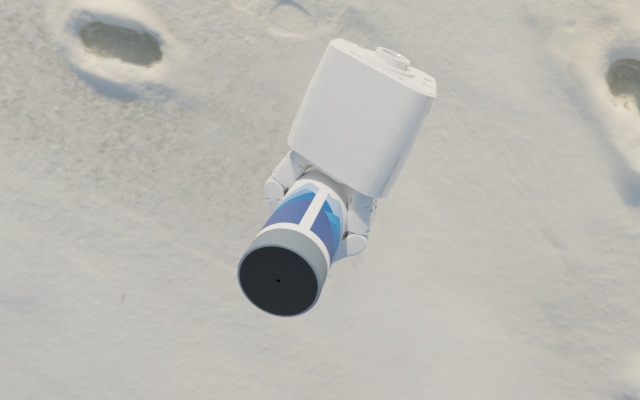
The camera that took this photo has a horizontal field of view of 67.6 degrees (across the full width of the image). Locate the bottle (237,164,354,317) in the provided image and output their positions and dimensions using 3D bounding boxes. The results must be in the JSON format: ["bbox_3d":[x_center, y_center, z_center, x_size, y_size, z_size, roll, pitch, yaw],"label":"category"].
[{"bbox_3d":[0.000,0.002,0.490,0.069,0.069,0.295,0,24,14],"label":"bottle"}]
